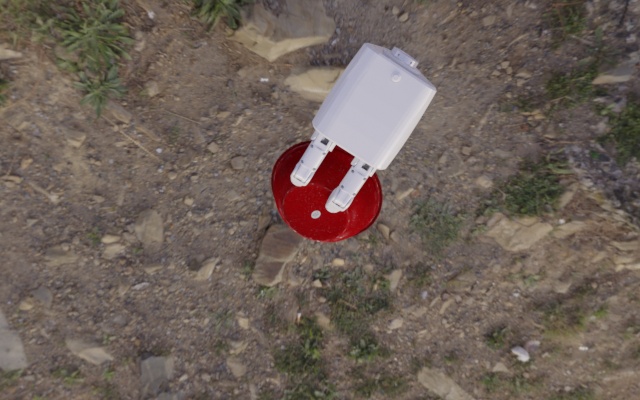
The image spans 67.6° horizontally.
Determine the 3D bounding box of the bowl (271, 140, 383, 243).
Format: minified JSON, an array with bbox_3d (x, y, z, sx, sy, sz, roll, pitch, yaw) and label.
[{"bbox_3d":[0.000,0.003,0.647,0.162,0.162,0.055,0,33,19],"label":"bowl"}]
